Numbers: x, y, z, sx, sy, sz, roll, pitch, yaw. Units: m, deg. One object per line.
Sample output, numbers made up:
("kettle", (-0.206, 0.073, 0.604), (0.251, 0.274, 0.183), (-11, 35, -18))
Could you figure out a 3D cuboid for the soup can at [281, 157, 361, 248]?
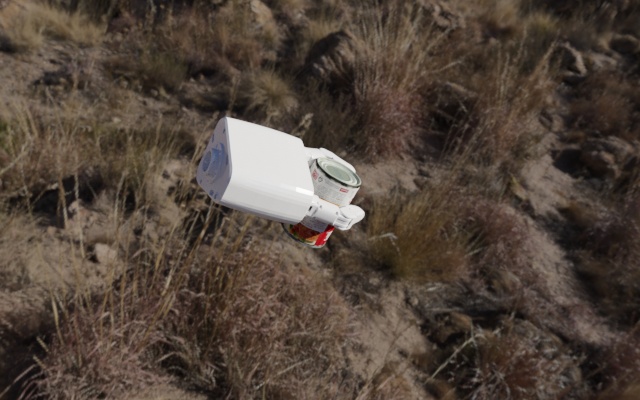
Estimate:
("soup can", (0.001, 0.002, 0.628), (0.068, 0.102, 0.068), (25, 23, -12))
